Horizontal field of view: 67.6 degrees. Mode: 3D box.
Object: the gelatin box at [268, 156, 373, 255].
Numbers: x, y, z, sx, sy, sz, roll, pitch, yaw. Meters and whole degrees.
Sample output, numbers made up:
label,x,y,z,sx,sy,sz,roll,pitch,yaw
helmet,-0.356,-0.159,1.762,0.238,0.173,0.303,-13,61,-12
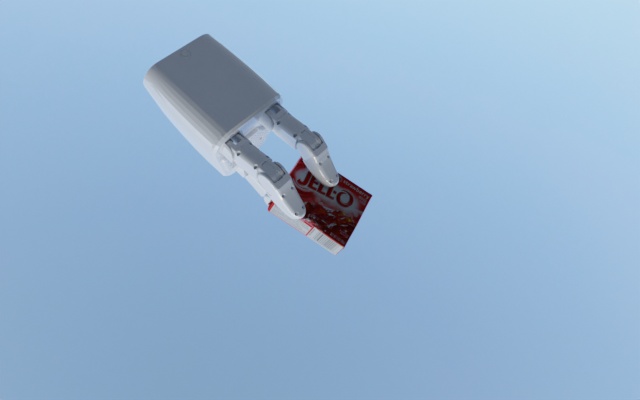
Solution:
label,x,y,z,sx,sy,sz,roll,pitch,yaw
gelatin box,0.000,0.002,0.502,0.089,0.073,0.030,34,-31,-4
